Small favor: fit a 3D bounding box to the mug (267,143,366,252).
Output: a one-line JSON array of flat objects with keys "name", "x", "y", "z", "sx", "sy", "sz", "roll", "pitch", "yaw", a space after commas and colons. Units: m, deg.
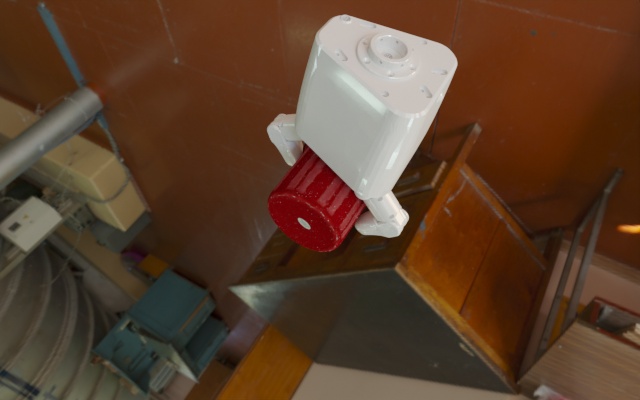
[{"name": "mug", "x": 0.000, "y": 0.002, "z": 0.478, "sx": 0.093, "sy": 0.081, "sz": 0.117, "roll": 30, "pitch": -33, "yaw": 9}]
